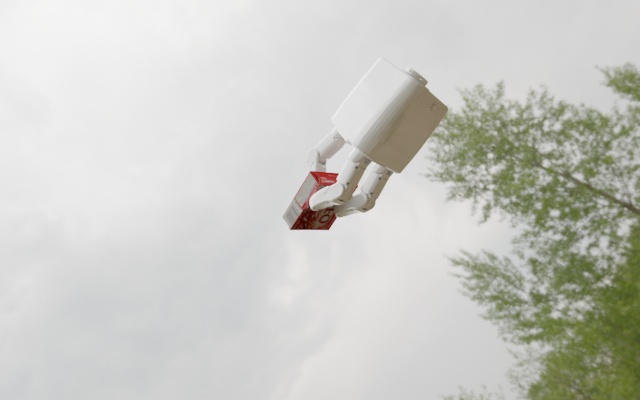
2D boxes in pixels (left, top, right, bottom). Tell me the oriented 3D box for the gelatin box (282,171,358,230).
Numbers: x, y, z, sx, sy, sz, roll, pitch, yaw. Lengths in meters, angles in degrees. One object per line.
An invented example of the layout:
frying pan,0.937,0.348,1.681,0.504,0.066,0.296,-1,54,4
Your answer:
gelatin box,0.000,0.002,0.659,0.073,0.089,0.030,3,41,-42
